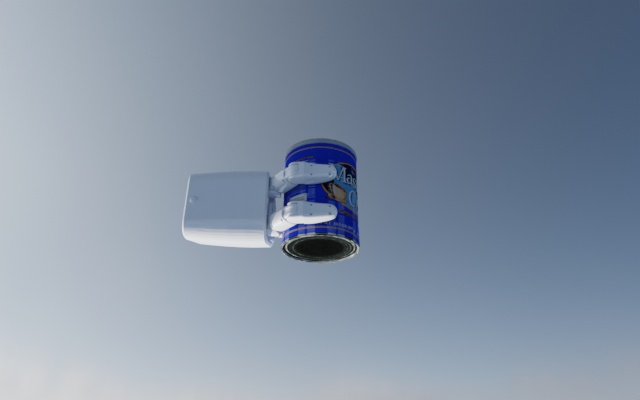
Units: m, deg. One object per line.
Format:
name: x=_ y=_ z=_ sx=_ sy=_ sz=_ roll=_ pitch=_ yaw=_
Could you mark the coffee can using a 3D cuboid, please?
coffee can: x=0.000 y=0.002 z=0.649 sx=0.103 sy=0.140 sz=0.103 roll=0 pitch=-27 yaw=0
